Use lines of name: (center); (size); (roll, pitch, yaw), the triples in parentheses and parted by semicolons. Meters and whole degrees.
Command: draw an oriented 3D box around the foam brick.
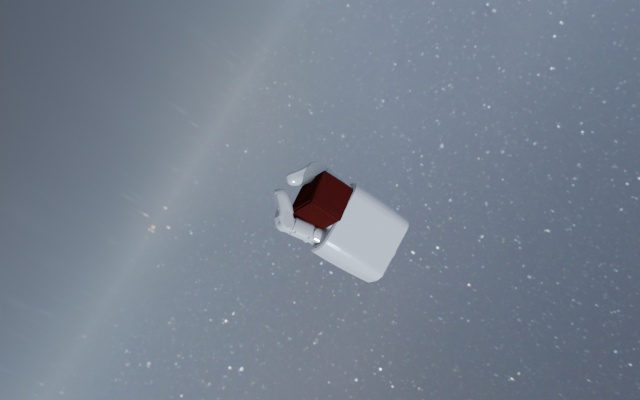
foam brick: (0.000, 0.002, 0.665); (0.051, 0.053, 0.078); (33, -26, -15)
